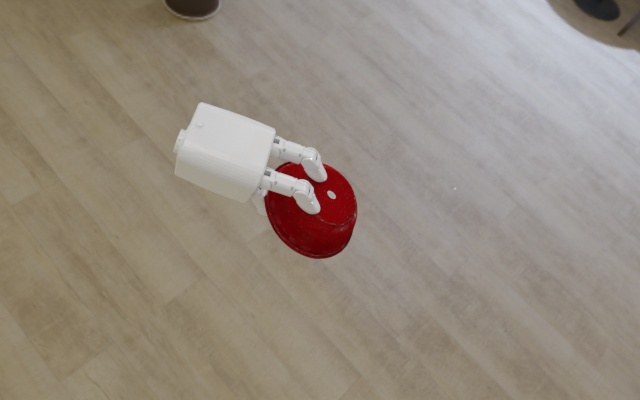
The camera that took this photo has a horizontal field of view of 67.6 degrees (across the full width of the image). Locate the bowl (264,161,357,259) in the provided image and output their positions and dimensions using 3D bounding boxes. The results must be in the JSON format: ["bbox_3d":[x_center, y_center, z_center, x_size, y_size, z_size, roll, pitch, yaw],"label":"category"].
[{"bbox_3d":[0.001,0.002,0.711,0.162,0.162,0.055,0,-21,-36],"label":"bowl"}]
